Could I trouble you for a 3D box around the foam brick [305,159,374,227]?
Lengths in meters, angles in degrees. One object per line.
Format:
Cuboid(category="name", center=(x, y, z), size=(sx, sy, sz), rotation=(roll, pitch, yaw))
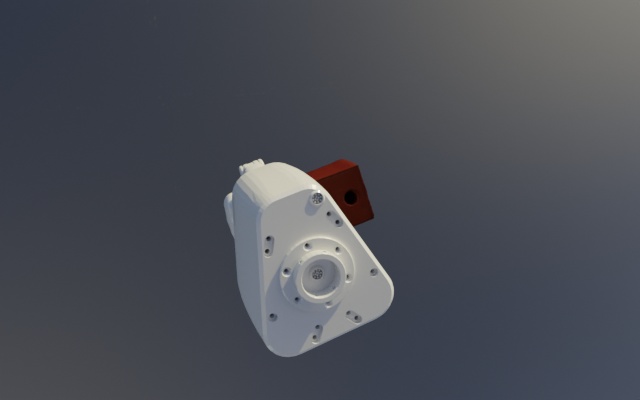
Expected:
Cuboid(category="foam brick", center=(0.000, 0.001, 0.431), size=(0.078, 0.053, 0.051), rotation=(-22, 15, -11))
